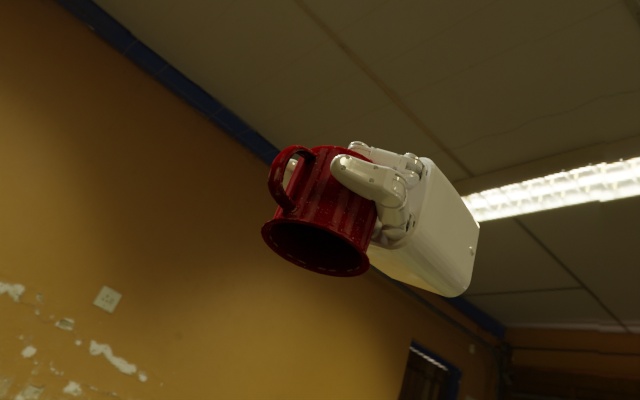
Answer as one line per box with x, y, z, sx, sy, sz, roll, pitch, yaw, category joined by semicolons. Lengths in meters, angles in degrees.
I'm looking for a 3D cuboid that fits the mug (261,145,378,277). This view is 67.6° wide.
-0.001;0.000;0.399;0.093;0.081;0.117;-9;-40;42;mug
